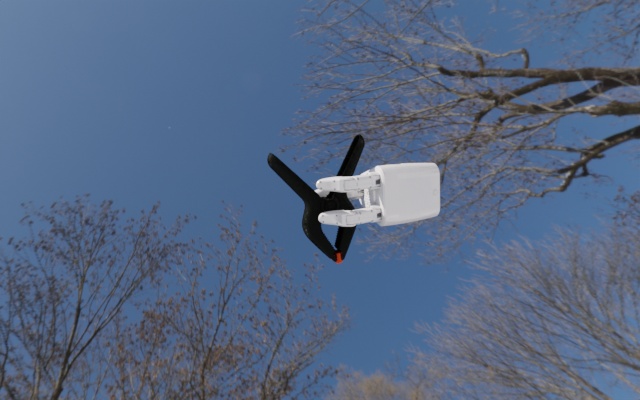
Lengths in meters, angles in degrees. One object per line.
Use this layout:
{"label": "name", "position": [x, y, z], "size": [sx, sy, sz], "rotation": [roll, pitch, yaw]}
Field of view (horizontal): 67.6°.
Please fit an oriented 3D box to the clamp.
{"label": "clamp", "position": [0.000, 0.003, 0.783], "size": [0.164, 0.210, 0.036], "rotation": [-7, 10, -17]}
